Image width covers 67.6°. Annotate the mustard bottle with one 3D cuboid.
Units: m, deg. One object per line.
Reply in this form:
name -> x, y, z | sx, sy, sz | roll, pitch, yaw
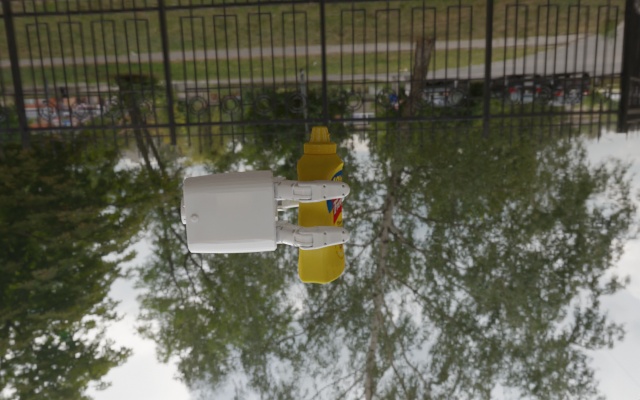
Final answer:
mustard bottle -> 0.000, 0.002, 0.613 | 0.058, 0.192, 0.096 | 2, 11, 16
